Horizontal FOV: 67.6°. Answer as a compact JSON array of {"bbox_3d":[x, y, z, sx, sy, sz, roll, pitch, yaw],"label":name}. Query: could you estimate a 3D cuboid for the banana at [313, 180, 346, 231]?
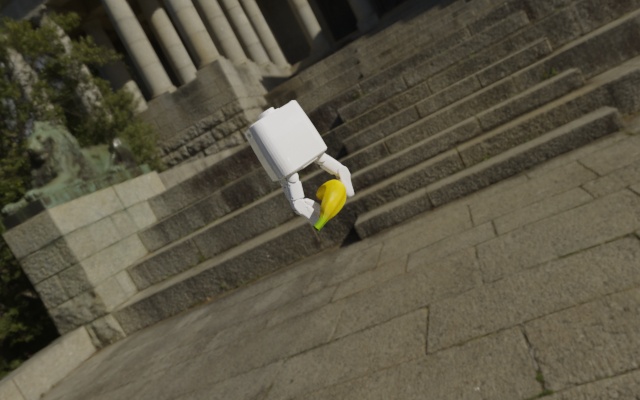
[{"bbox_3d":[0.015,-0.007,0.836,0.069,0.037,0.197,-35,10,11],"label":"banana"}]
